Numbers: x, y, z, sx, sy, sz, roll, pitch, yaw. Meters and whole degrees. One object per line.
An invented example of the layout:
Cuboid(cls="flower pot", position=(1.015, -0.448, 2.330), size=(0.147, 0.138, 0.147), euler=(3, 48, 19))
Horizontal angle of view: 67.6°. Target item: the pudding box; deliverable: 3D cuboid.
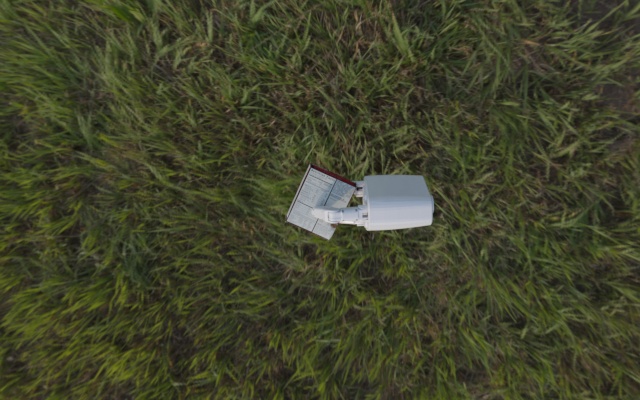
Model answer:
Cuboid(cls="pudding box", position=(0.000, 0.003, 0.838), size=(0.090, 0.113, 0.039), euler=(24, 12, -5))
